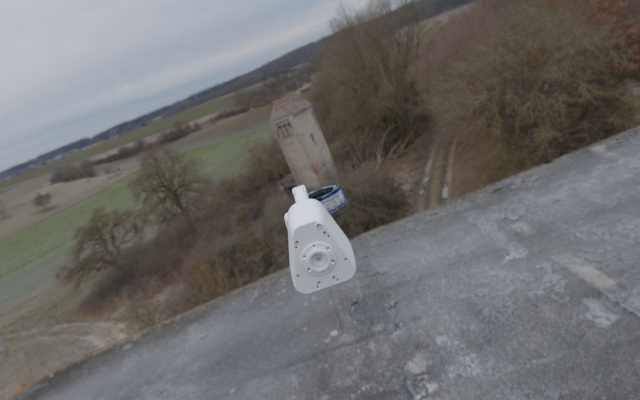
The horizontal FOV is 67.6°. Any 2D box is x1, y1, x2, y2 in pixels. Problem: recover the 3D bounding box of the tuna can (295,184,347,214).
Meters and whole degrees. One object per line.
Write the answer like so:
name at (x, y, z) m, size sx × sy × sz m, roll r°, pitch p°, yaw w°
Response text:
tuna can at (0.000, 0.002, 0.835) m, size 0.086 × 0.034 × 0.086 m, roll -21°, pitch 12°, yaw 5°
